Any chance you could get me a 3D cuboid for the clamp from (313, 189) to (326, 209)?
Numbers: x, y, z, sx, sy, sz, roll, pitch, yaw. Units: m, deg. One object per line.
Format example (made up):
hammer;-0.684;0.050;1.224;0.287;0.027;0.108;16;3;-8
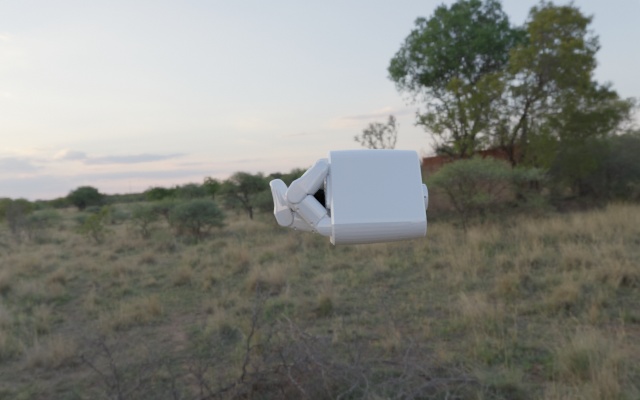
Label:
clamp;0.000;0.002;0.665;0.120;0.039;0.171;0;2;-1
